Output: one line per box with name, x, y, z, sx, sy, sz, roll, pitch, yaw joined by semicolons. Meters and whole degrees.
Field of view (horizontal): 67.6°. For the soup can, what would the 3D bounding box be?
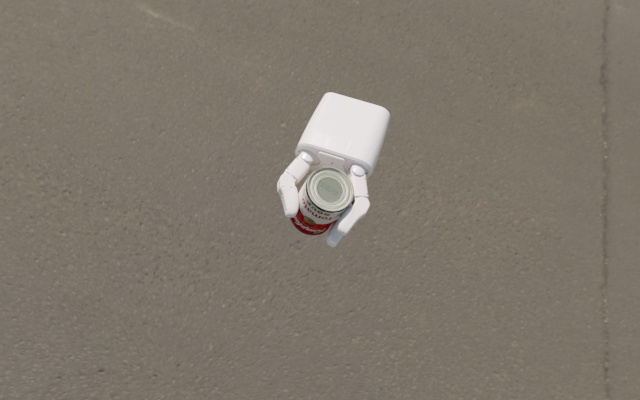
soup can;0.000;0.002;0.668;0.068;0.068;0.102;0;-21;-17
